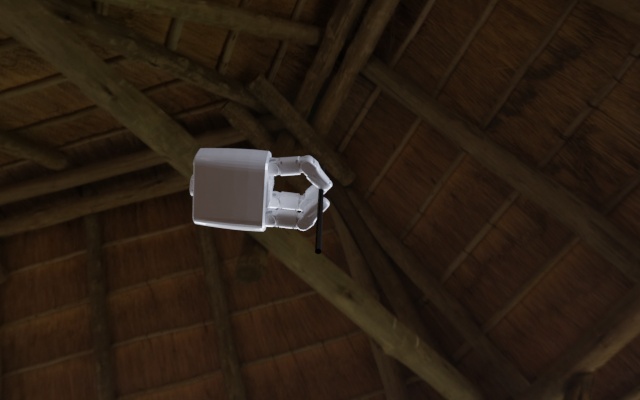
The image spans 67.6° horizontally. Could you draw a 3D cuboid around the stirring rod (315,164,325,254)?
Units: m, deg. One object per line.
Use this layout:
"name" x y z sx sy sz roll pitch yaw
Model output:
"stirring rod" 0.000 0.002 0.675 0.011 0.011 0.239 0 29 2
